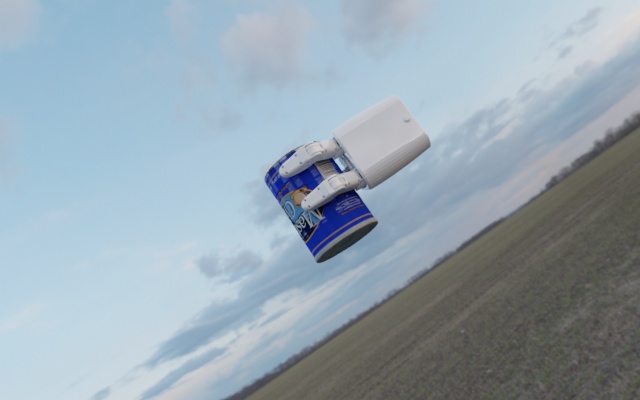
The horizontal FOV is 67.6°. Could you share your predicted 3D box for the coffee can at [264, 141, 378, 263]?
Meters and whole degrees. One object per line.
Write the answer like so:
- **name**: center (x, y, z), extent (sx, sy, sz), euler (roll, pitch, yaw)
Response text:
- **coffee can**: center (0.000, 0.002, 0.675), extent (0.103, 0.140, 0.103), euler (-32, -14, -9)
